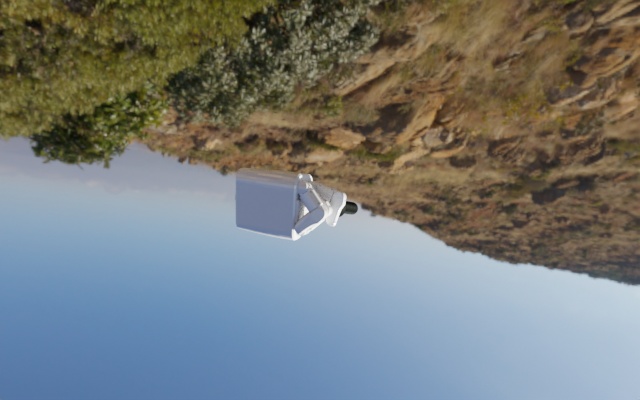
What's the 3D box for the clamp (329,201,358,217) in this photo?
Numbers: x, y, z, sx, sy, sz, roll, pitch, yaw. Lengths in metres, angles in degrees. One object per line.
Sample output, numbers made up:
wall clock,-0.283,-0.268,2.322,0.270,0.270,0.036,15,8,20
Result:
clamp,0.000,0.004,0.888,0.120,0.039,0.171,12,2,14
